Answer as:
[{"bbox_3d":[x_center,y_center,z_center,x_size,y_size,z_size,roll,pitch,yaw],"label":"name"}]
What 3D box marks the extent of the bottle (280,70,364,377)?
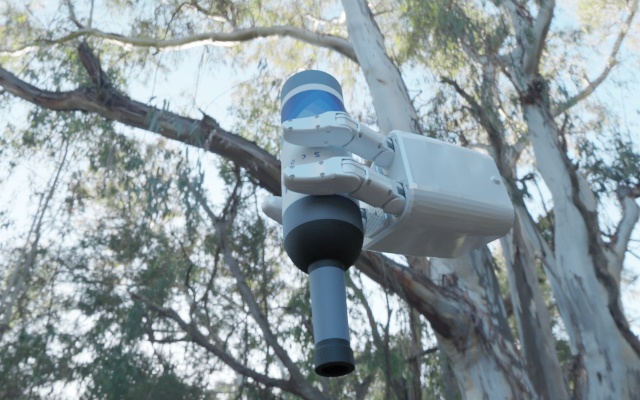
[{"bbox_3d":[0.000,0.001,0.414,0.069,0.295,0.069,-3,-40,-2],"label":"bottle"}]
